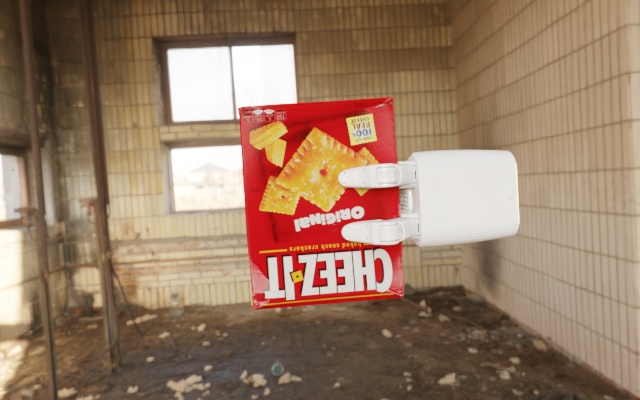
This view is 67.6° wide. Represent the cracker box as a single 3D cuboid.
[{"bbox_3d":[0.000,0.002,0.519,0.164,0.213,0.072,-4,2,-4],"label":"cracker box"}]
